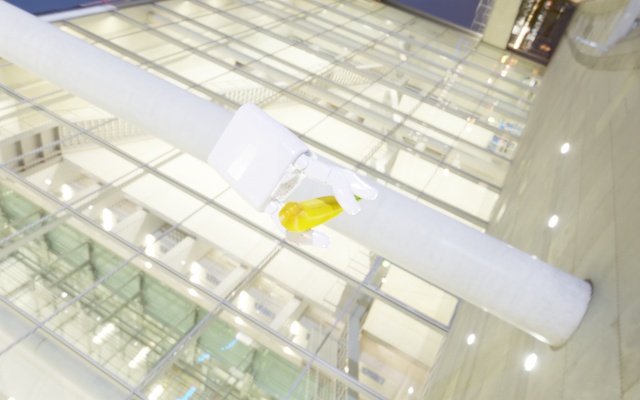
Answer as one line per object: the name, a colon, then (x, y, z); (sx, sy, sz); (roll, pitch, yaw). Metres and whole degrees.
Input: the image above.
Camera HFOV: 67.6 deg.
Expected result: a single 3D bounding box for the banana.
banana: (-0.012, 0.012, 0.617); (0.070, 0.037, 0.198); (-39, -10, 25)
